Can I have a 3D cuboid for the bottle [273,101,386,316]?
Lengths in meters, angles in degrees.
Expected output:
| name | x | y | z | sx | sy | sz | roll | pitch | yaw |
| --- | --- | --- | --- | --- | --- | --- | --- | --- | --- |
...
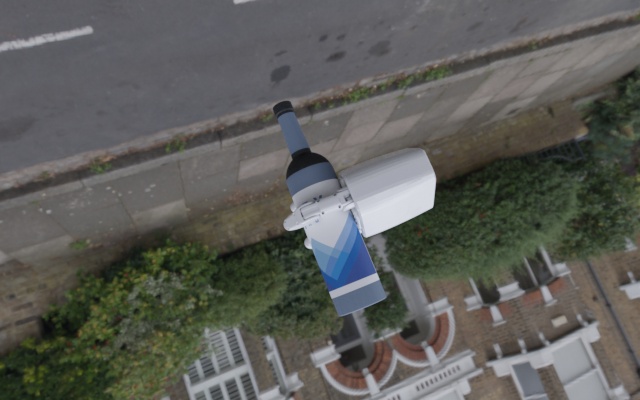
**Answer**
| name | x | y | z | sx | sy | sz | roll | pitch | yaw |
| --- | --- | --- | --- | --- | --- | --- | --- | --- | --- |
| bottle | 0.000 | 0.002 | 0.638 | 0.069 | 0.295 | 0.069 | -21 | -10 | -4 |
